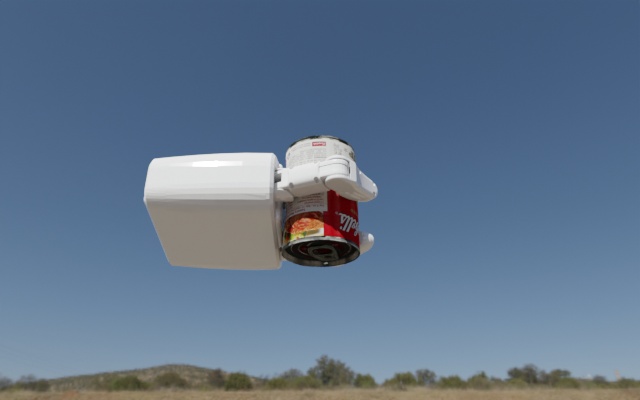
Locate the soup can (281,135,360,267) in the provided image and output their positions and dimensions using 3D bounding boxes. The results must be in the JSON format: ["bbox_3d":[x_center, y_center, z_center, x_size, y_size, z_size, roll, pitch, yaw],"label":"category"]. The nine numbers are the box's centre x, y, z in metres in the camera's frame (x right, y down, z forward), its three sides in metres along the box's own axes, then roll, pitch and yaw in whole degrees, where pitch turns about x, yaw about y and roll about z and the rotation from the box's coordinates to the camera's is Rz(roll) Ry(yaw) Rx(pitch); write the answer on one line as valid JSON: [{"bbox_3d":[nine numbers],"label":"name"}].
[{"bbox_3d":[0.001,0.001,0.433,0.068,0.102,0.068,0,-27,0],"label":"soup can"}]
